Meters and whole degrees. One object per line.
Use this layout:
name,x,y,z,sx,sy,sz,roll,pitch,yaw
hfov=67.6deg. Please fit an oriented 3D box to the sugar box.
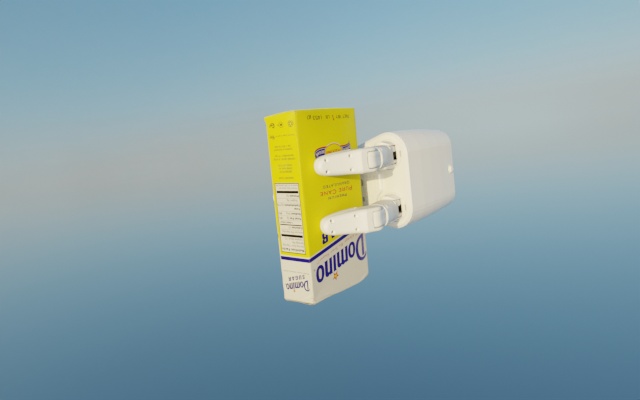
sugar box,0.001,0.001,0.464,0.048,0.176,0.093,-2,9,41
